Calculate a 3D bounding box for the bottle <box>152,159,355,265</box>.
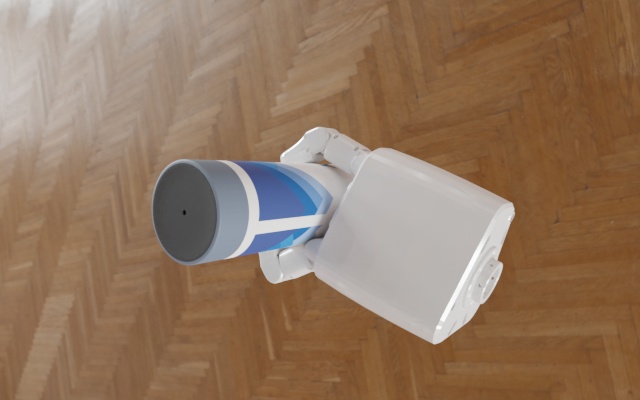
[{"bbox_3d":[0.000,0.001,0.416,0.069,0.069,0.295,0,2,36],"label":"bottle"}]
